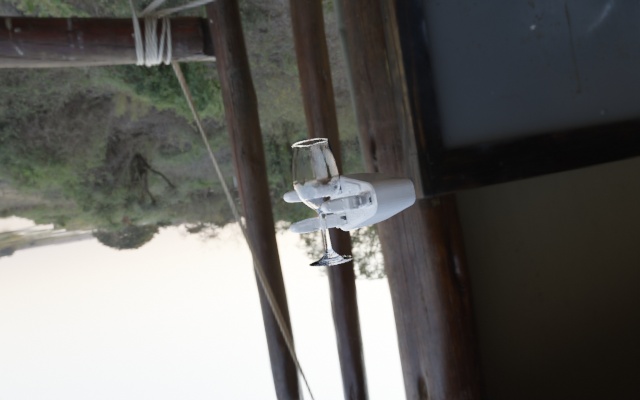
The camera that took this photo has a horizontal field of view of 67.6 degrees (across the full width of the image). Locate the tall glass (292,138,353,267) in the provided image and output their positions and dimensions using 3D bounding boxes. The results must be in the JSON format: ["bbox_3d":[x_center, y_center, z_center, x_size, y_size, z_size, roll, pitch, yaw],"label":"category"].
[{"bbox_3d":[0.000,0.003,0.784,0.079,0.201,0.079,-10,0,0],"label":"tall glass"}]
